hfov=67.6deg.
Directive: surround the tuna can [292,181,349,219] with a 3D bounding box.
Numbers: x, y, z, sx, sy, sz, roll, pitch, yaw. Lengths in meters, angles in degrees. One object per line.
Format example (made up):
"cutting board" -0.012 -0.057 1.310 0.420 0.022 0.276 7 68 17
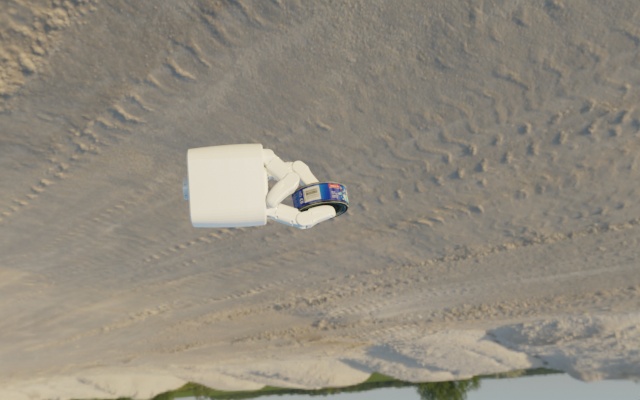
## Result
"tuna can" 0.000 0.003 0.732 0.086 0.033 0.086 -8 -20 -3
